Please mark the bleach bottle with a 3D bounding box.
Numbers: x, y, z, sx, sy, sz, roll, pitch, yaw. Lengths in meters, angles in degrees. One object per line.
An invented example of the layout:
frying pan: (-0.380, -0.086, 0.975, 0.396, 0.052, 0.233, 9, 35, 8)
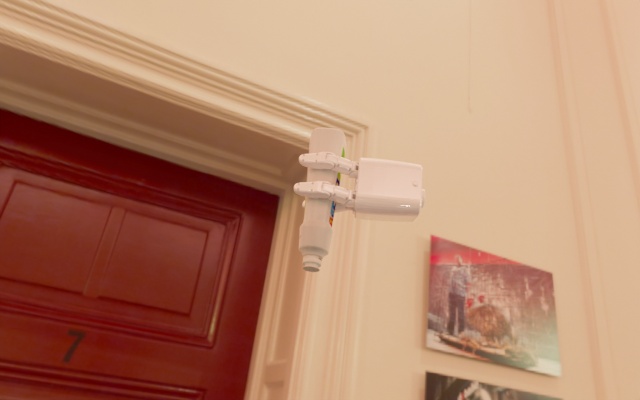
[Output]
bleach bottle: (0.000, 0.003, 0.827, 0.068, 0.250, 0.103, 5, -26, 4)
